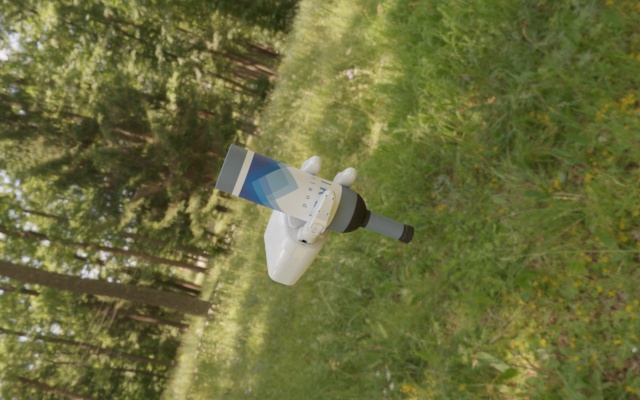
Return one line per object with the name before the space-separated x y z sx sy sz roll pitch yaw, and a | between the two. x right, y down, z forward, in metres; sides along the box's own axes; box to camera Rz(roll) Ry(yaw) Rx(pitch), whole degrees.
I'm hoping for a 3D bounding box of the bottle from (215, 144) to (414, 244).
bottle | 0.000 0.002 0.693 0.296 0.069 0.069 20 -4 -11
